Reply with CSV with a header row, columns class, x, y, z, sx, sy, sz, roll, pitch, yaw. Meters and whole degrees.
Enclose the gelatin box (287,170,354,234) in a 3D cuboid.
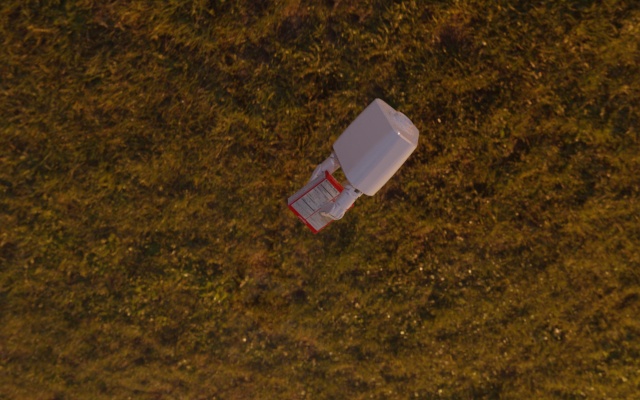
class,x,y,z,sx,sy,sz,roll,pitch,yaw
gelatin box,0.000,0.003,0.800,0.089,0.073,0.030,-37,26,16
